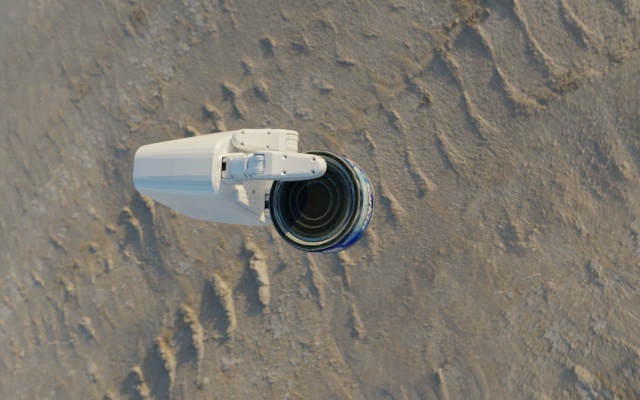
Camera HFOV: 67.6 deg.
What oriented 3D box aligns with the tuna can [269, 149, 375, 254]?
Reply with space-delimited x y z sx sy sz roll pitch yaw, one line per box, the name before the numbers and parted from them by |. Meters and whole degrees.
tuna can | 0.000 0.001 0.400 0.086 0.086 0.034 0 -6 24
